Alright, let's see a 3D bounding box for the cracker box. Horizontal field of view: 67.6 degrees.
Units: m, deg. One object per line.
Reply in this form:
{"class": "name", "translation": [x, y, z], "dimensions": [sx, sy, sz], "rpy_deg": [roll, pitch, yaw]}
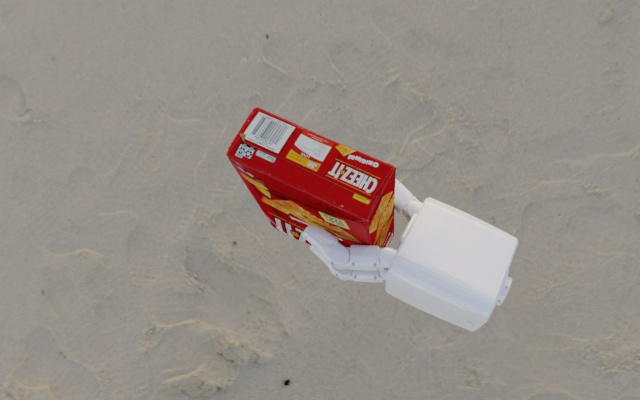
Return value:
{"class": "cracker box", "translation": [0.000, 0.002, 0.556], "dimensions": [0.164, 0.072, 0.214], "rpy_deg": [25, -17, 16]}
